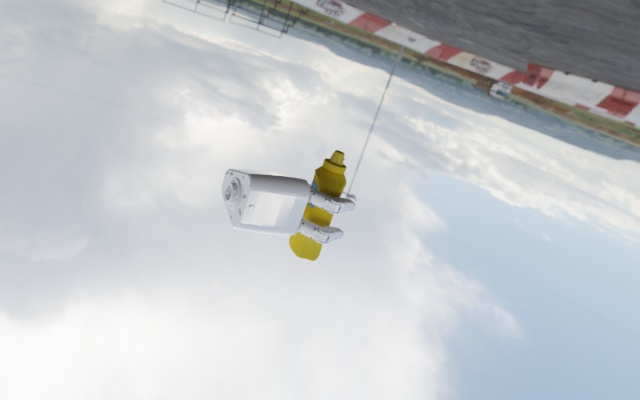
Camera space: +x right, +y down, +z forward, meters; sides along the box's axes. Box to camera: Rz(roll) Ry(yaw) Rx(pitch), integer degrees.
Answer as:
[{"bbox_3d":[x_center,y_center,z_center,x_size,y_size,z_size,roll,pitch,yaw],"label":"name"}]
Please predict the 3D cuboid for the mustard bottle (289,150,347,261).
[{"bbox_3d":[0.000,0.003,0.835,0.058,0.192,0.096,16,18,-12],"label":"mustard bottle"}]
